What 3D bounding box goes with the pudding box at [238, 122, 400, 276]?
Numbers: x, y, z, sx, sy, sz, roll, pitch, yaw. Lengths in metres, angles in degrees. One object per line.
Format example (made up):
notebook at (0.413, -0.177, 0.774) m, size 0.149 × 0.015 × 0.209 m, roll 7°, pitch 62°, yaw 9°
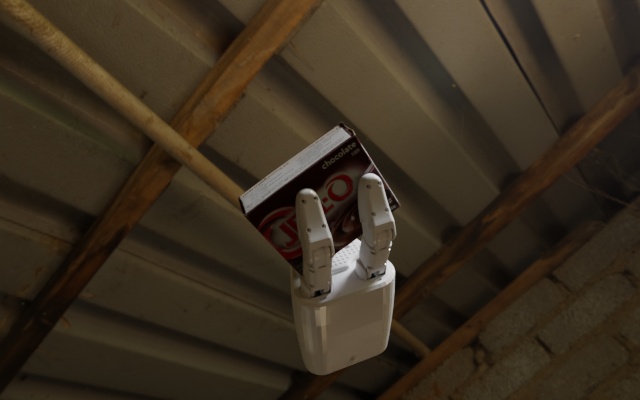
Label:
pudding box at (0.000, 0.001, 0.415) m, size 0.113 × 0.090 × 0.039 m, roll -38°, pitch 36°, yaw 1°
